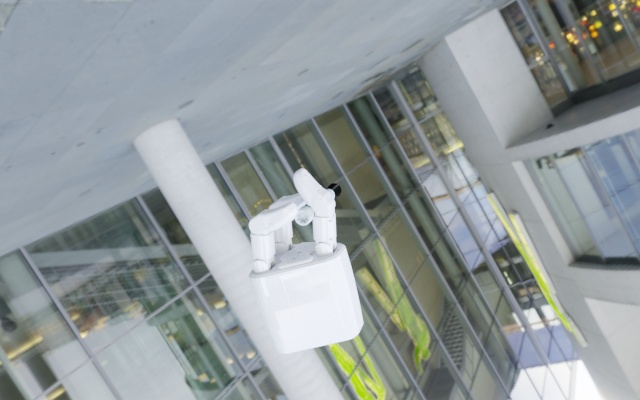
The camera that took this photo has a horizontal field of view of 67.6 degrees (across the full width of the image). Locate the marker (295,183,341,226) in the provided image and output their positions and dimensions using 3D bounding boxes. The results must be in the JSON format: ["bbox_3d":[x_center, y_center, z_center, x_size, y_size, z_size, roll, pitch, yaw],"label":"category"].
[{"bbox_3d":[0.000,0.002,0.581,0.020,0.020,0.121,0,17,21],"label":"marker"}]
